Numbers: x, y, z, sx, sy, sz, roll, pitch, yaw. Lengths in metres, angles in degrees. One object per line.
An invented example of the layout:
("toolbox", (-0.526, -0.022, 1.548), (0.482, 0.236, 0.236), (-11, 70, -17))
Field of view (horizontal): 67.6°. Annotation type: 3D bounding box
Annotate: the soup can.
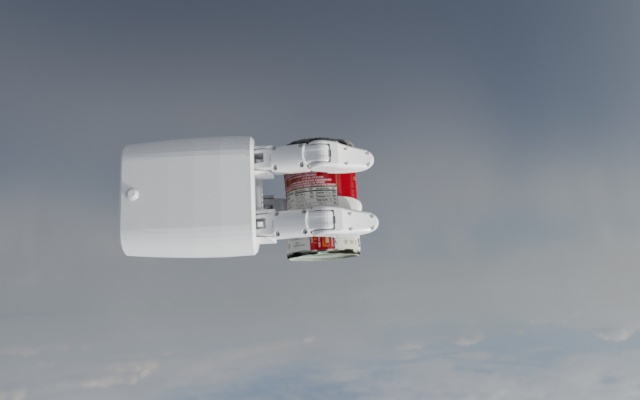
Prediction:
("soup can", (0.001, 0.002, 0.436), (0.068, 0.102, 0.068), (-3, -11, -1))
